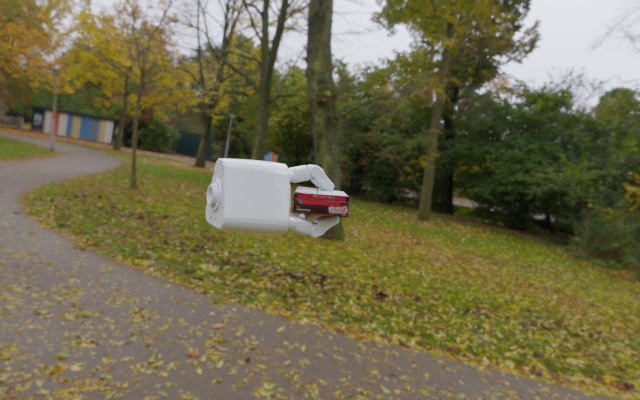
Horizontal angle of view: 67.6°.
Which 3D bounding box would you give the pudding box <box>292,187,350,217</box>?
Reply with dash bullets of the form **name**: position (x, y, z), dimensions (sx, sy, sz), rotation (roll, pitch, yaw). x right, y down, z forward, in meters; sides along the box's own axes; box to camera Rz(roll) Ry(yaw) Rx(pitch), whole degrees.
- **pudding box**: position (0.000, 0.002, 0.798), dimensions (0.090, 0.039, 0.113), rotation (6, 6, -2)
